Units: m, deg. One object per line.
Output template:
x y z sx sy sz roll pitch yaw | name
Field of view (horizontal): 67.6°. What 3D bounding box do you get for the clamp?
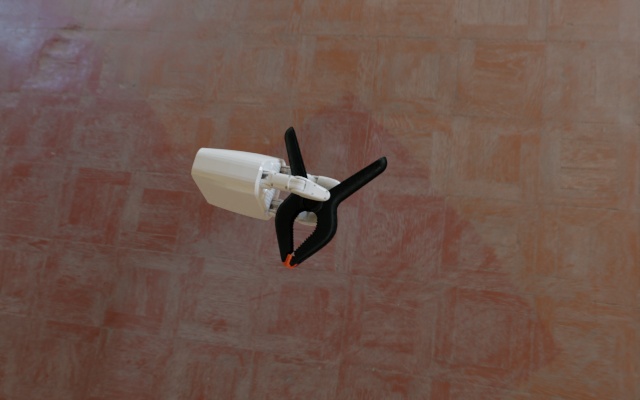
0.000 0.003 0.705 0.164 0.210 0.036 13 -10 14 | clamp
